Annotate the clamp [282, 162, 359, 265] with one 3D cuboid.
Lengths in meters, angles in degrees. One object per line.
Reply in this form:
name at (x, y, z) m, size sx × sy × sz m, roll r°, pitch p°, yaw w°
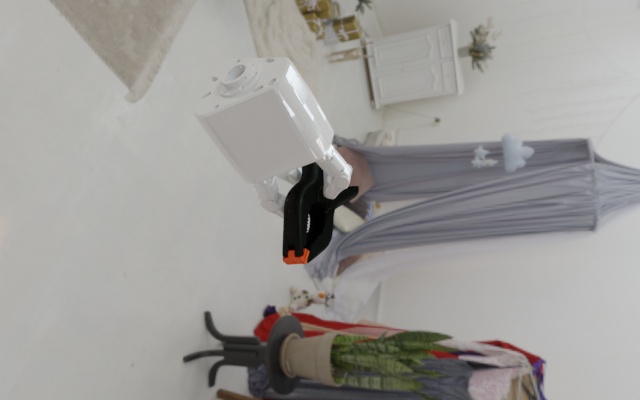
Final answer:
clamp at (0.001, 0.002, 0.629) m, size 0.036 × 0.209 × 0.165 m, roll -8°, pitch -40°, yaw 28°
